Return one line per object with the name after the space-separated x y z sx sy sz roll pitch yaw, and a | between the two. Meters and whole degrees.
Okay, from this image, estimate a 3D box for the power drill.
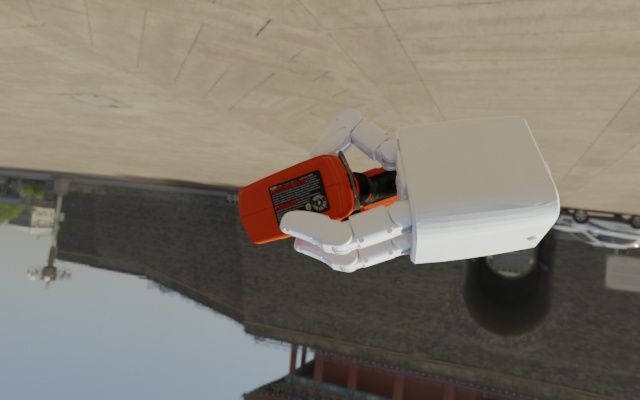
0.000 0.002 0.485 0.184 0.057 0.187 -21 -6 24 | power drill
